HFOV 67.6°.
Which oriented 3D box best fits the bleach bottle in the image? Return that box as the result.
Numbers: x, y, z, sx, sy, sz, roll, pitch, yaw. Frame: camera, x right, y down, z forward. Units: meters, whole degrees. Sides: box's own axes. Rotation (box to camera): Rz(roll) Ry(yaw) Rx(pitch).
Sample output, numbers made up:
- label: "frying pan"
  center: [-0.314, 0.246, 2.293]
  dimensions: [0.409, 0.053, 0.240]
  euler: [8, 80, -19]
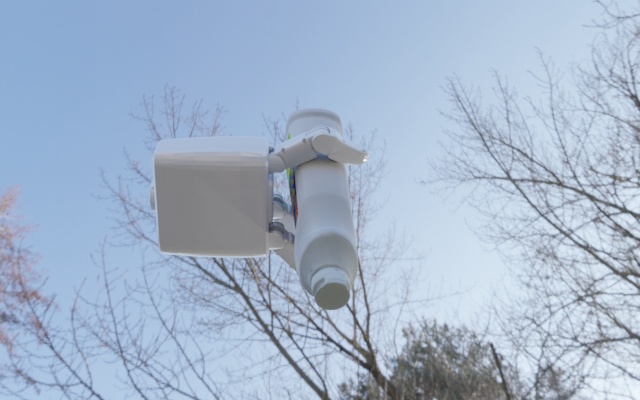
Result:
- label: "bleach bottle"
  center: [0.000, 0.002, 0.470]
  dimensions: [0.068, 0.103, 0.250]
  euler: [0, 32, -5]
